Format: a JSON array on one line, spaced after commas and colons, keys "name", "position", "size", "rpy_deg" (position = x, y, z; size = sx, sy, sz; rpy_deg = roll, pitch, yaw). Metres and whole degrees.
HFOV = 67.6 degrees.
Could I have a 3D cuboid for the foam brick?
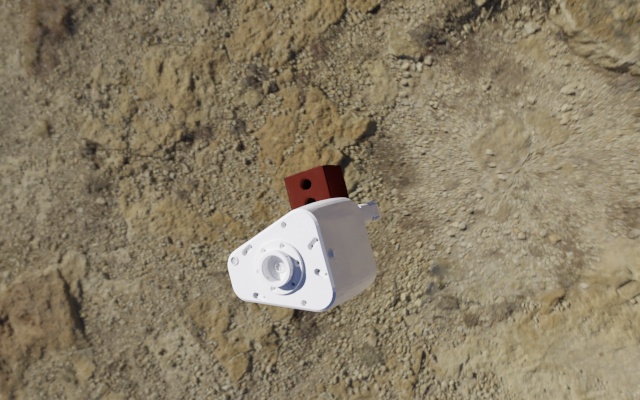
[{"name": "foam brick", "position": [0.000, 0.002, 0.550], "size": [0.053, 0.078, 0.051], "rpy_deg": [-17, -4, 26]}]
